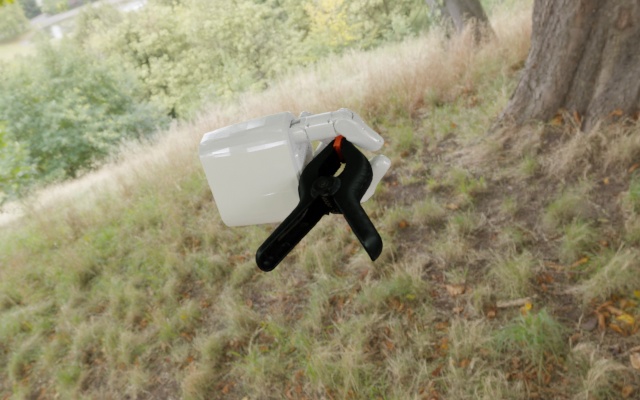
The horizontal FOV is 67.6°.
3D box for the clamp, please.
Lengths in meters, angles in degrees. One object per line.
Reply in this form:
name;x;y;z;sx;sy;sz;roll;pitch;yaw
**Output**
clamp;0.000;0.001;0.467;0.120;0.039;0.171;-10;38;14
